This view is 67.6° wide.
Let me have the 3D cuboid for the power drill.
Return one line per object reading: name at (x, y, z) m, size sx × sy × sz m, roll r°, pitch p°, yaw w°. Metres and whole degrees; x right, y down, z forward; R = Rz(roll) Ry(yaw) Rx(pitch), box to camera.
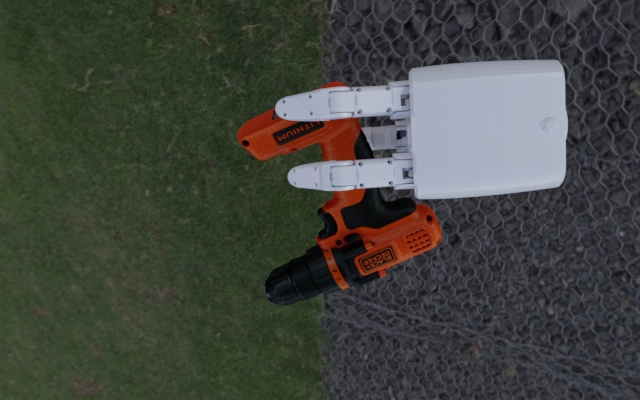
power drill at (0.000, 0.001, 0.444) m, size 0.184 × 0.188 × 0.057 m, roll -25°, pitch 25°, yaw 7°
